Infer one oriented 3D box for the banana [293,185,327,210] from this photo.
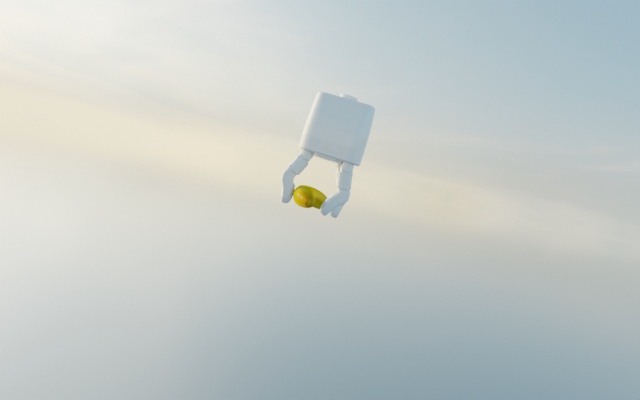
[{"bbox_3d":[-0.015,-0.004,0.880,0.069,0.037,0.198,24,3,17],"label":"banana"}]
